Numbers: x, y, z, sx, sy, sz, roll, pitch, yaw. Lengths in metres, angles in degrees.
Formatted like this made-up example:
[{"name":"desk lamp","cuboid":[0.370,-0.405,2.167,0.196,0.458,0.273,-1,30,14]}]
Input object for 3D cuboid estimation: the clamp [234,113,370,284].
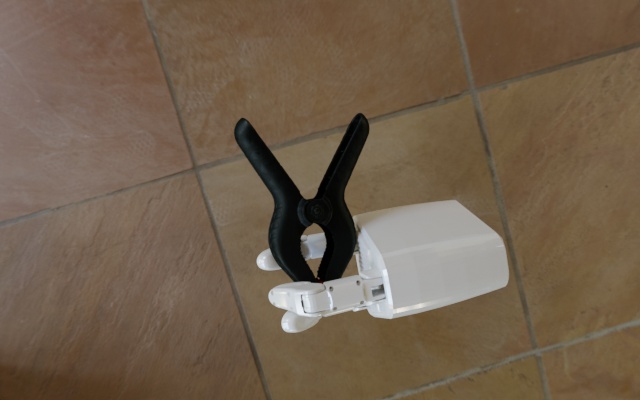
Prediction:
[{"name":"clamp","cuboid":[0.000,0.002,0.423,0.120,0.171,0.039,-14,7,-11]}]
